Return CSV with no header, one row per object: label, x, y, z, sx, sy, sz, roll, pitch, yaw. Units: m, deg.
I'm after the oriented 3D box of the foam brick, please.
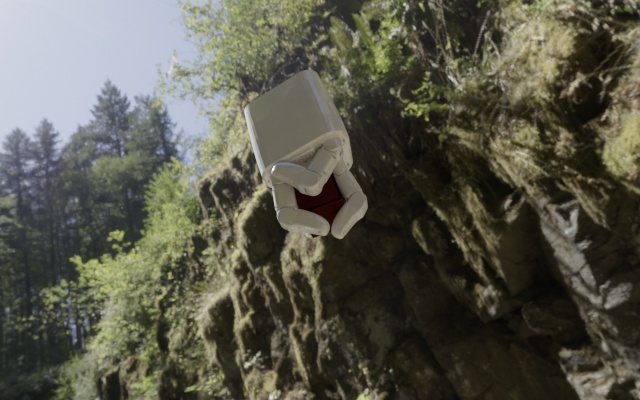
foam brick,0.000,0.002,0.587,0.053,0.051,0.078,-21,-28,-2
